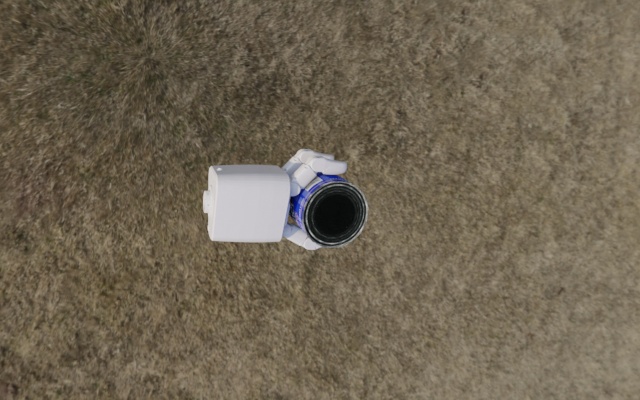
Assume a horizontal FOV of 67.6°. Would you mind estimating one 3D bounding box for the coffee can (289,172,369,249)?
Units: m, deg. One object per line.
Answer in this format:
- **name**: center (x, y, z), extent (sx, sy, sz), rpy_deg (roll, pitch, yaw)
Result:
- **coffee can**: center (0.000, 0.002, 0.749), extent (0.103, 0.103, 0.140), rpy_deg (0, 16, -20)
